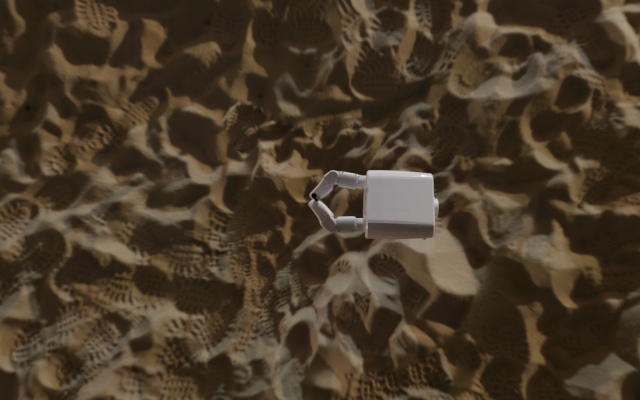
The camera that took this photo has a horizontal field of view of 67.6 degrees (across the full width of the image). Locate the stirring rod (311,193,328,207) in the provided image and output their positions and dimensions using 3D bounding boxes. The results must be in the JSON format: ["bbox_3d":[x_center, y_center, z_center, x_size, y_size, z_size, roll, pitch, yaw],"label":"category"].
[{"bbox_3d":[0.000,0.003,0.823,0.011,0.011,0.239,0,-5,5],"label":"stirring rod"}]
